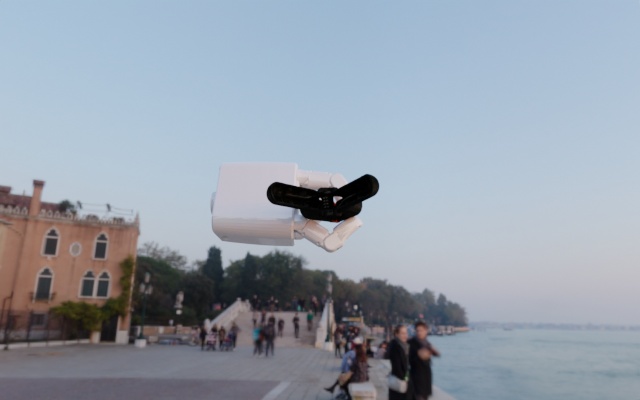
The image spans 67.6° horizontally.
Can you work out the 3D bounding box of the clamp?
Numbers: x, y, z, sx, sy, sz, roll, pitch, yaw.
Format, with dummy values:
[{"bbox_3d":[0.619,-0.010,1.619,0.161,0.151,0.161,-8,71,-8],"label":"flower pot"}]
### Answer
[{"bbox_3d":[0.000,0.001,0.575,0.120,0.039,0.171,3,-14,-1],"label":"clamp"}]
